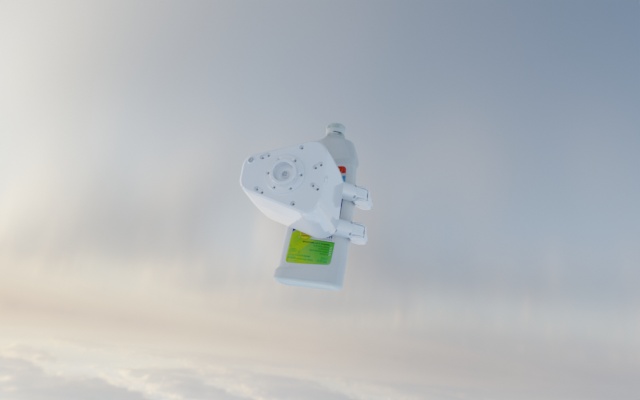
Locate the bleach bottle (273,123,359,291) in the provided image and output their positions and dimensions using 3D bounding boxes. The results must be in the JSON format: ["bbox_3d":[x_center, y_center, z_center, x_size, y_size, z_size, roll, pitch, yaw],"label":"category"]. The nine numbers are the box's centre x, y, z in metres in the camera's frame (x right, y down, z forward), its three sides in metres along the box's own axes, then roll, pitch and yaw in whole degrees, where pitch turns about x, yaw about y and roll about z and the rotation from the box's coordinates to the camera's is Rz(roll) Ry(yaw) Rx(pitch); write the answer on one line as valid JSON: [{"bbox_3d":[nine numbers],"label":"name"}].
[{"bbox_3d":[0.000,0.002,0.714,0.102,0.250,0.068,4,-18,11],"label":"bleach bottle"}]
